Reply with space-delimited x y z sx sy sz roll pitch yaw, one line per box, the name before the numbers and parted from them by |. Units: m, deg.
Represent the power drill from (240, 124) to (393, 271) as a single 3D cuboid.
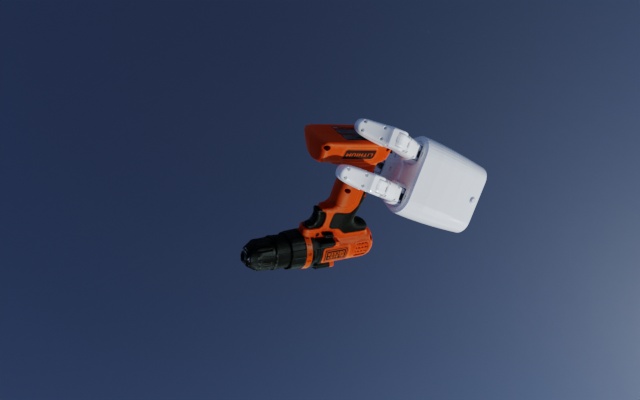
power drill | 0.000 0.002 0.581 0.184 0.188 0.057 -6 37 -33
